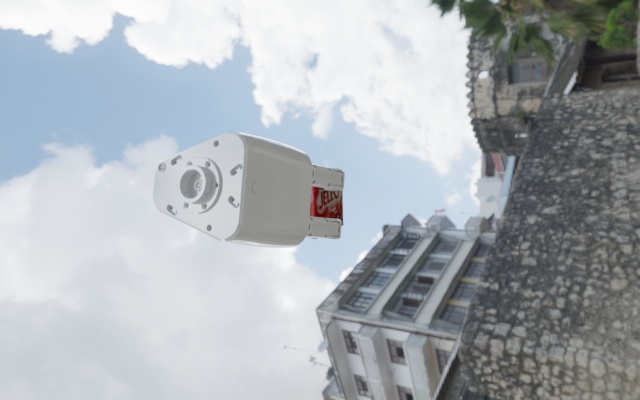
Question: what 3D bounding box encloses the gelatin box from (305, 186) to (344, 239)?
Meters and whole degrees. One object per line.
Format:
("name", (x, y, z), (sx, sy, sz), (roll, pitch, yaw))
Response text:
("gelatin box", (0.000, 0.002, 0.577), (0.030, 0.073, 0.089), (2, 9, 24))
